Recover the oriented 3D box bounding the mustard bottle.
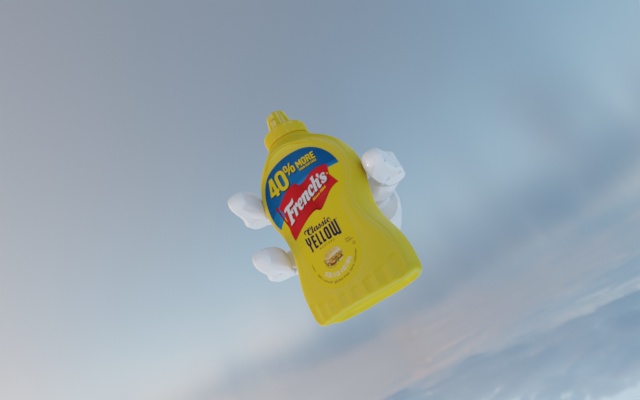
[{"bbox_3d":[0.000,0.002,0.411,0.096,0.191,0.058,-37,-22,24],"label":"mustard bottle"}]
